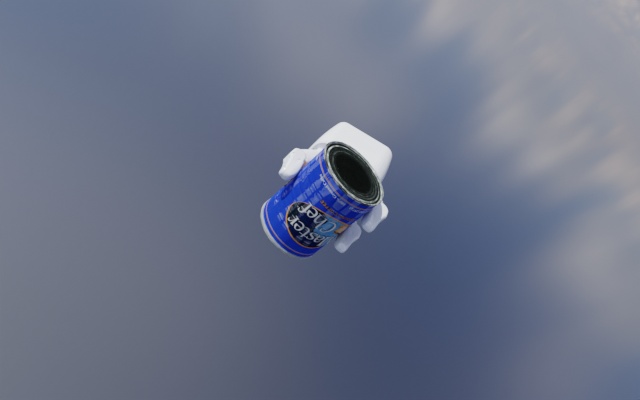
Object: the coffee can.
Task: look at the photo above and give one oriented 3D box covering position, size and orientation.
[{"bbox_3d":[0.000,0.002,0.650,0.103,0.102,0.140,0,-33,-50],"label":"coffee can"}]
